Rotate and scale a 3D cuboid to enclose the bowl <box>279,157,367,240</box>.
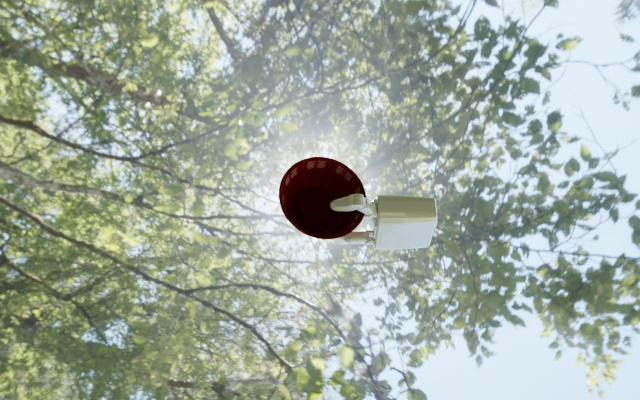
[{"bbox_3d":[-0.001,0.003,0.872,0.162,0.162,0.055,0,-23,-14],"label":"bowl"}]
